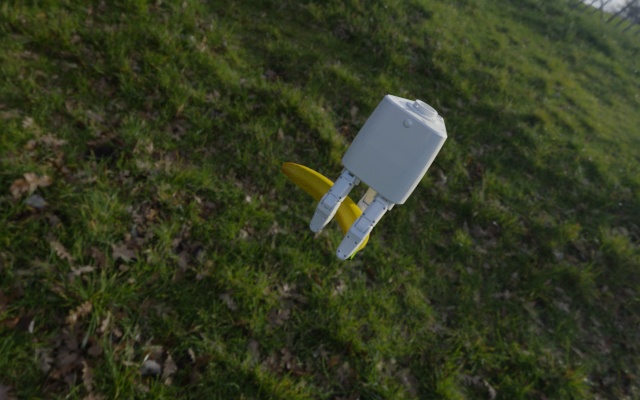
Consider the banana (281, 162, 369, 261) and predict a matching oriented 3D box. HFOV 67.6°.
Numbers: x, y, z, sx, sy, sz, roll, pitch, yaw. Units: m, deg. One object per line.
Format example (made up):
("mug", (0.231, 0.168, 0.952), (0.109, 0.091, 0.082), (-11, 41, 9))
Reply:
("banana", (0.015, 0.005, 0.699), (0.069, 0.037, 0.197), (2, 39, -44))
